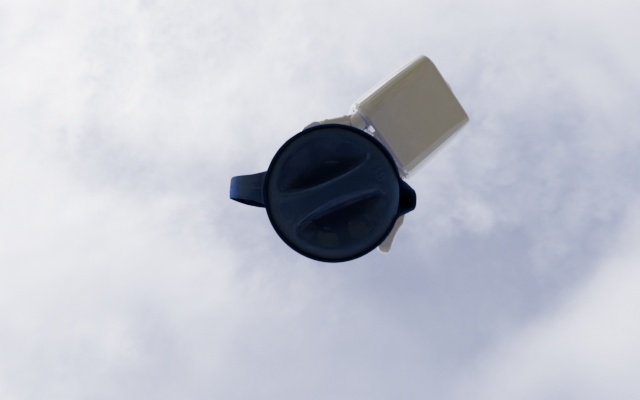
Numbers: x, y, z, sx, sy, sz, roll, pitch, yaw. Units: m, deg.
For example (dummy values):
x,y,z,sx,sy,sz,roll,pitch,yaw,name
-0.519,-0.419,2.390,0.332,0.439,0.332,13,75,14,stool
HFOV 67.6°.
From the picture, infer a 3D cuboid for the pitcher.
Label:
x,y,z,sx,sy,sz,roll,pitch,yaw,name
0.000,0.002,0.565,0.145,0.149,0.243,-42,-4,-5,pitcher
